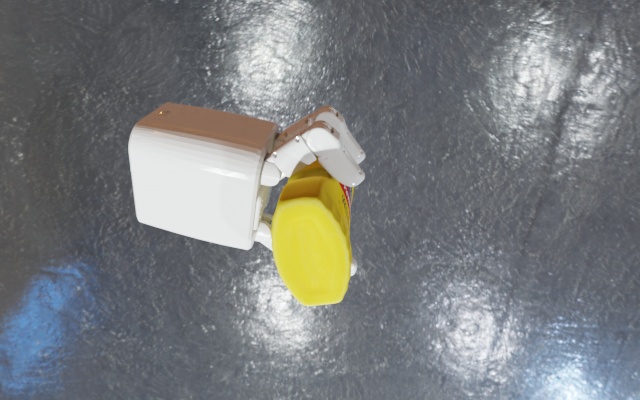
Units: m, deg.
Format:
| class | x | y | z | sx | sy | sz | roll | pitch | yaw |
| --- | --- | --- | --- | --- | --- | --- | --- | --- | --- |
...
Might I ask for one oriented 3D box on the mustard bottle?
| class | x | y | z | sx | sy | sz | roll | pitch | yaw |
| --- | --- | --- | --- | --- | --- | --- | --- | --- | --- |
| mustard bottle | 0.000 | 0.002 | 0.434 | 0.058 | 0.096 | 0.191 | -10 | 24 | 9 |
